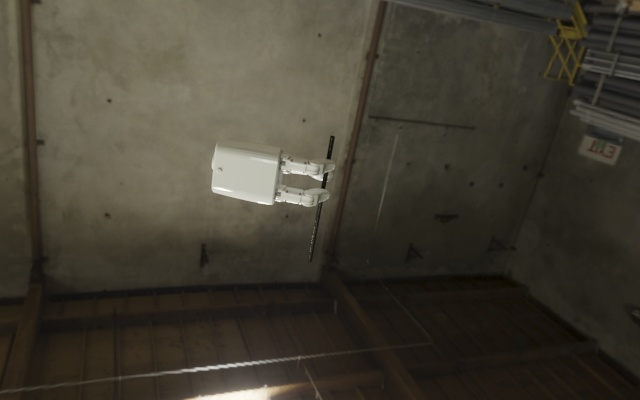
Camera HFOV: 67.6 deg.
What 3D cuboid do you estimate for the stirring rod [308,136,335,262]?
[{"bbox_3d":[0.000,0.003,0.844,0.011,0.240,0.011,9,21,-4],"label":"stirring rod"}]
